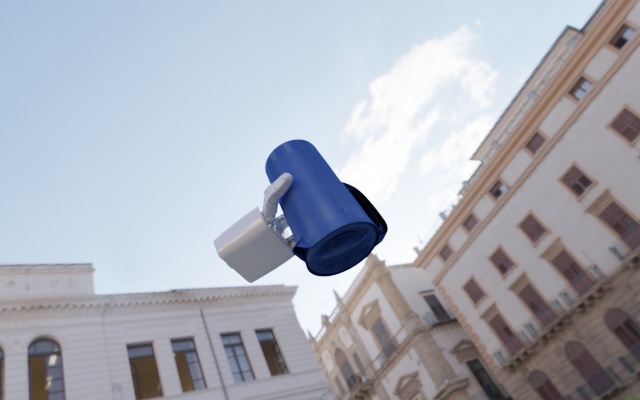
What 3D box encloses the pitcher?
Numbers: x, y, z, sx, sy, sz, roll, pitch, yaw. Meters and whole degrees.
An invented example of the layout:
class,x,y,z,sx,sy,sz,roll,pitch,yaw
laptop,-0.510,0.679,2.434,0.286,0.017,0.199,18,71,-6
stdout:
class,x,y,z,sx,sy,sz,roll,pitch,yaw
pitcher,0.000,0.003,0.846,0.145,0.242,0.149,-37,-37,8
